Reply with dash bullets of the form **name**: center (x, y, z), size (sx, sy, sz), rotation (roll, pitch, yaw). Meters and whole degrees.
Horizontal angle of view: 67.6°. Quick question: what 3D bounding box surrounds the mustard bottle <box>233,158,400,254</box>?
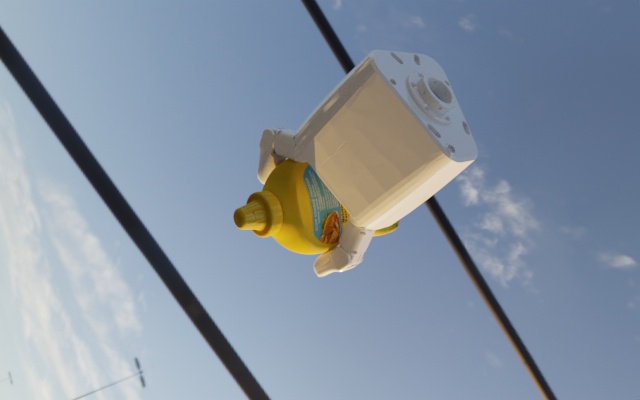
- **mustard bottle**: center (0.000, 0.002, 0.471), size (0.191, 0.096, 0.058), rotation (-12, 3, -42)
